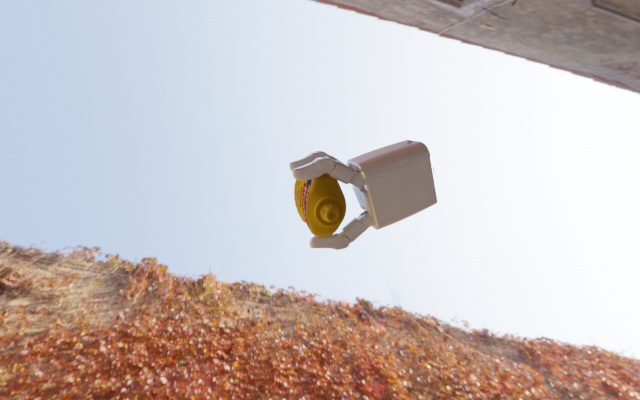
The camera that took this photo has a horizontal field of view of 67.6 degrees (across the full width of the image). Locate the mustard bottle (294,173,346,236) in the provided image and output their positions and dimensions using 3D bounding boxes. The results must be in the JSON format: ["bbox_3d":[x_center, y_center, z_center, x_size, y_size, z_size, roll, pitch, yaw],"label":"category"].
[{"bbox_3d":[0.000,0.002,0.720,0.058,0.096,0.191,2,10,-11],"label":"mustard bottle"}]
